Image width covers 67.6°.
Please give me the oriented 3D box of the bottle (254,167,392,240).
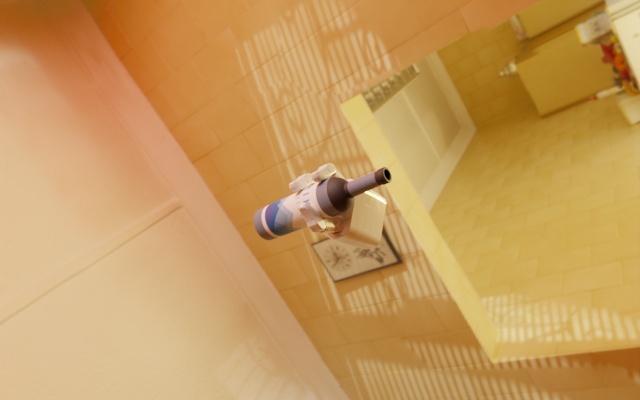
[{"bbox_3d":[0.000,0.003,0.866,0.296,0.069,0.069,-22,-14,37],"label":"bottle"}]
